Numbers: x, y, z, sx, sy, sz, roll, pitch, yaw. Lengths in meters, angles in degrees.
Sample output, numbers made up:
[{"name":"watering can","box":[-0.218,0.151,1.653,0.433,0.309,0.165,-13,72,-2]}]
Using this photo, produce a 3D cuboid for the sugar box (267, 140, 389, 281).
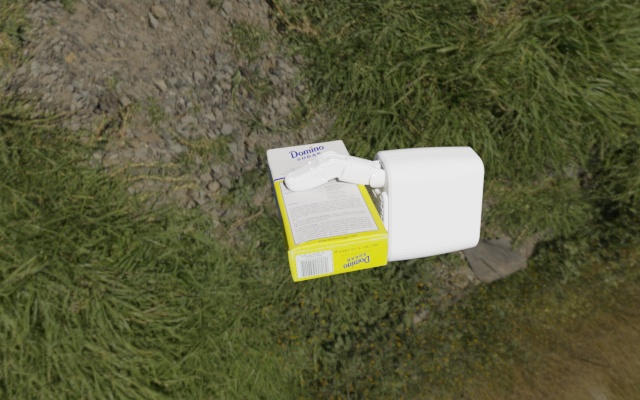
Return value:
[{"name":"sugar box","box":[0.000,0.002,0.501,0.093,0.048,0.176,-8,35,-8]}]
